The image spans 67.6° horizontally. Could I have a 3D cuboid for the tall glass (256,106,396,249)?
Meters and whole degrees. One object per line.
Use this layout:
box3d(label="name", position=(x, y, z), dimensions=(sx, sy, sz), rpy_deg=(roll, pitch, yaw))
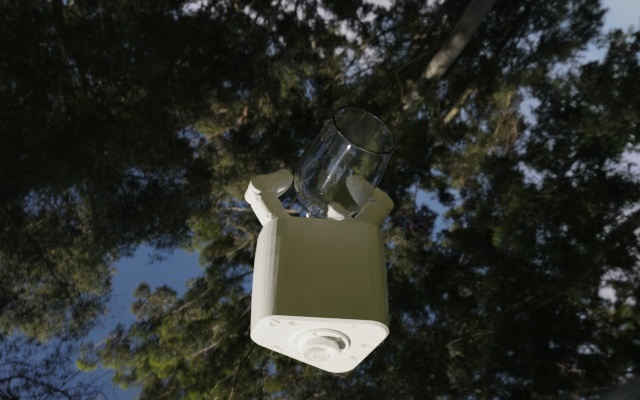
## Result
box3d(label="tall glass", position=(0.000, 0.002, 0.483), dimensions=(0.079, 0.079, 0.201), rpy_deg=(0, -41, -31))
